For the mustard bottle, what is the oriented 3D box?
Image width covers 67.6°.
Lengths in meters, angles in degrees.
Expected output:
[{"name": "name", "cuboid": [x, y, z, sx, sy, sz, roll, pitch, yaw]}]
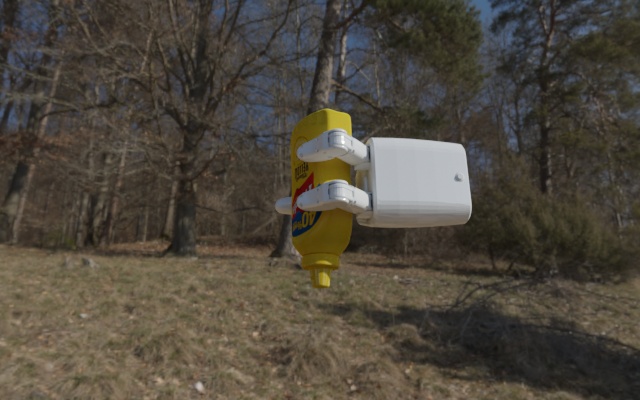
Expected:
[{"name": "mustard bottle", "cuboid": [0.000, 0.001, 0.538, 0.058, 0.191, 0.096, 9, -21, -29]}]
